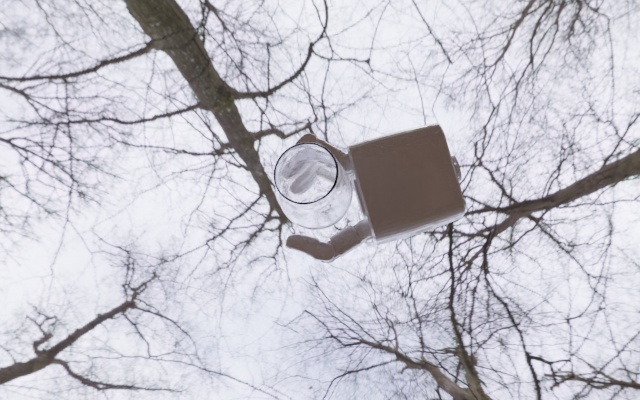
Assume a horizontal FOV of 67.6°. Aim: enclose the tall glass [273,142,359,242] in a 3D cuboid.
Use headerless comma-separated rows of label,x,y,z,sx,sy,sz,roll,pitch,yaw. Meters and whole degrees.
tall glass,0.000,0.002,0.537,0.079,0.079,0.201,0,-16,9
